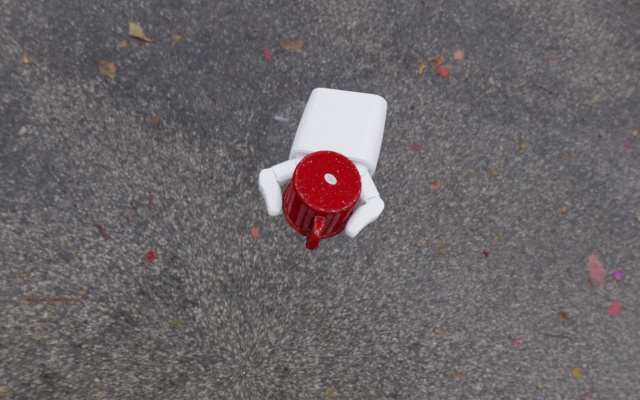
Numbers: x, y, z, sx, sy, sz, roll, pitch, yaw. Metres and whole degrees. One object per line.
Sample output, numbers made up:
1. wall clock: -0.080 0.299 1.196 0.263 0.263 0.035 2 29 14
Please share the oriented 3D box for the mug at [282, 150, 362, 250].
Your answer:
1. mug: 0.000 0.003 0.573 0.093 0.117 0.081 16 -23 -3
